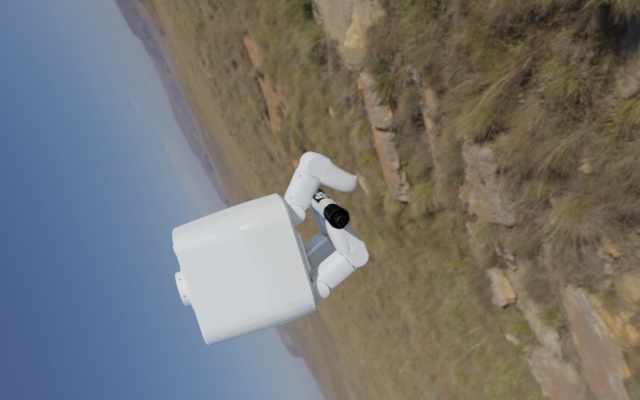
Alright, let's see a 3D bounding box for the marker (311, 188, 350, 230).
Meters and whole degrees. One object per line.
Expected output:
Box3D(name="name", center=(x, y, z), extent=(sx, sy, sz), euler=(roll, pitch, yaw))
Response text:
Box3D(name="marker", center=(0.000, 0.001, 0.451), extent=(0.020, 0.020, 0.121), euler=(0, 15, -17))
